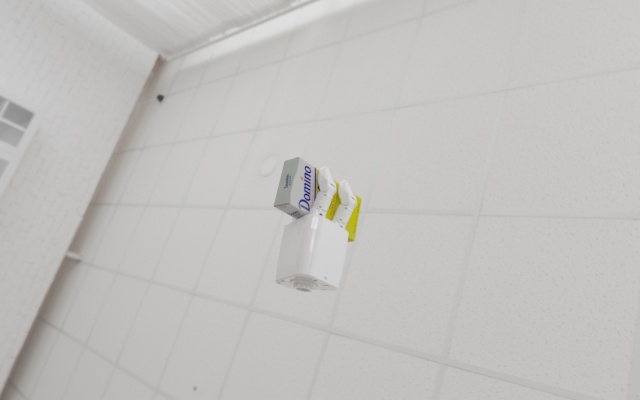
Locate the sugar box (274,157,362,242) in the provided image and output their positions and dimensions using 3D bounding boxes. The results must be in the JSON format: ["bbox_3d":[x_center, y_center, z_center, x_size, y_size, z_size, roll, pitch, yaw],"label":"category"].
[{"bbox_3d":[0.001,0.003,0.867,0.048,0.093,0.176,-10,-31,41],"label":"sugar box"}]
